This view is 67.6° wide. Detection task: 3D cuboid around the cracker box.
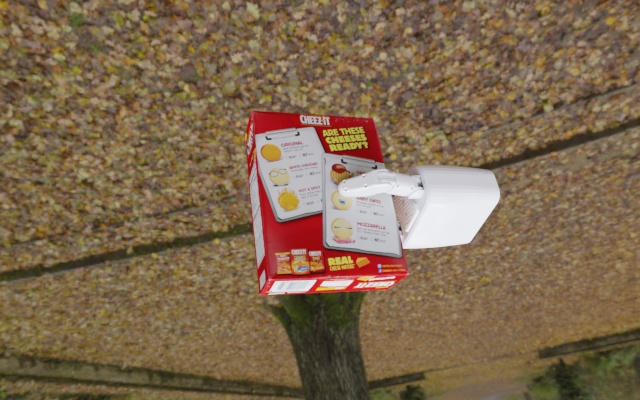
[{"bbox_3d":[0.000,0.002,0.576,0.164,0.213,0.072,0,-27,-19],"label":"cracker box"}]
